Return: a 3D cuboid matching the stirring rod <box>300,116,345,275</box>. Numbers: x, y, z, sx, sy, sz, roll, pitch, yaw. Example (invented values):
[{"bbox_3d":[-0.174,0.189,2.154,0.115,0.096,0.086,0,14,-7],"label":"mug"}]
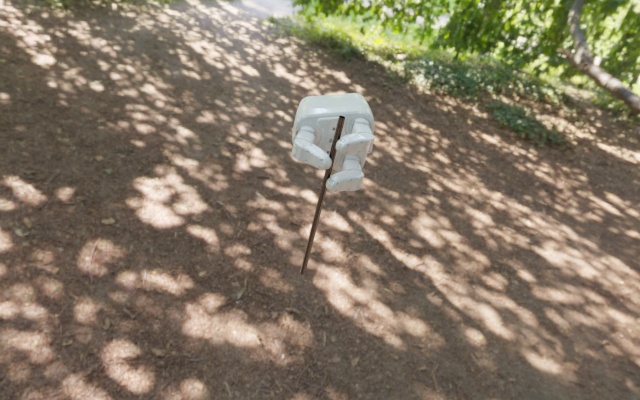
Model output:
[{"bbox_3d":[0.000,0.002,0.632,0.011,0.240,0.011,11,29,-6],"label":"stirring rod"}]
